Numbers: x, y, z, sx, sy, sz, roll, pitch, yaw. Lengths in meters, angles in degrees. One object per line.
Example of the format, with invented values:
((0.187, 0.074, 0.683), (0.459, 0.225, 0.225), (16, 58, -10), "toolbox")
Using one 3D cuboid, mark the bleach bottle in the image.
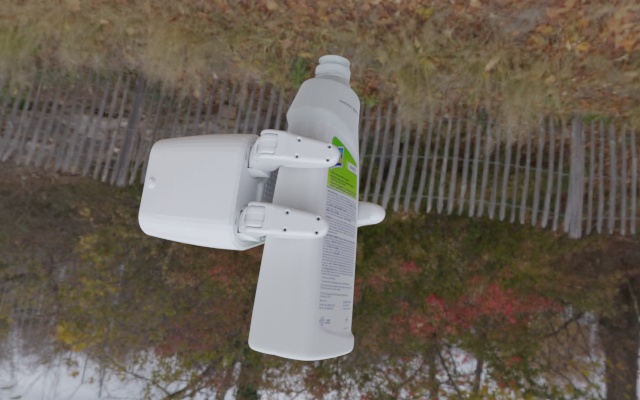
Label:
((0.000, 0.001, 0.413), (0.068, 0.250, 0.102), (3, -10, 25), "bleach bottle")
